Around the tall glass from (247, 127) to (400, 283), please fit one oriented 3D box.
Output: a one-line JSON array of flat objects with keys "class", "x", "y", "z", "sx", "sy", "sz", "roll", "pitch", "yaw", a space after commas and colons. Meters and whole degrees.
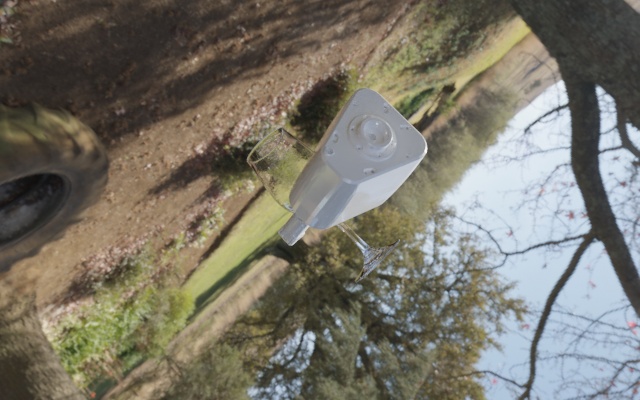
[{"class": "tall glass", "x": 0.000, "y": 0.003, "z": 0.584, "sx": 0.079, "sy": 0.201, "sz": 0.079, "roll": -44, "pitch": -6, "yaw": -5}]
